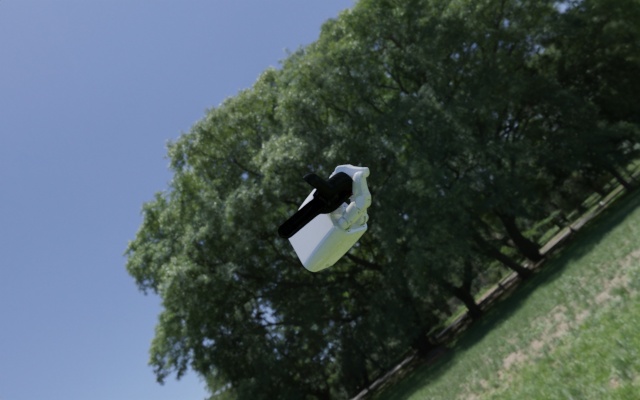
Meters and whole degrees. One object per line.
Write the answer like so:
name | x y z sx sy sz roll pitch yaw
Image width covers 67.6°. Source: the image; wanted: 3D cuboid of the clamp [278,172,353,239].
clamp | 0.000 0.002 0.765 0.039 0.120 0.171 48 27 19
